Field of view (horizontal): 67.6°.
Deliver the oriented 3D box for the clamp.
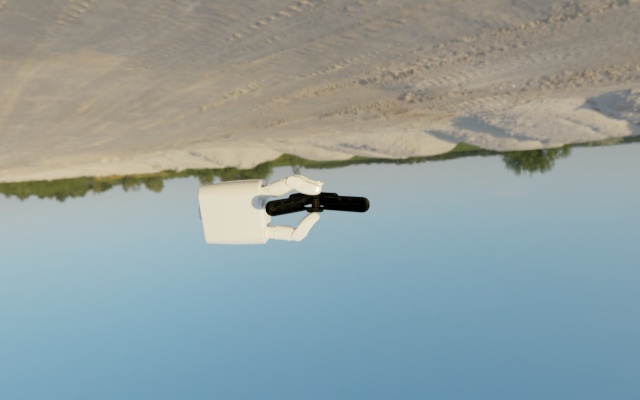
[{"bbox_3d":[0.000,0.004,0.836,0.164,0.036,0.210,-1,5,3],"label":"clamp"}]
